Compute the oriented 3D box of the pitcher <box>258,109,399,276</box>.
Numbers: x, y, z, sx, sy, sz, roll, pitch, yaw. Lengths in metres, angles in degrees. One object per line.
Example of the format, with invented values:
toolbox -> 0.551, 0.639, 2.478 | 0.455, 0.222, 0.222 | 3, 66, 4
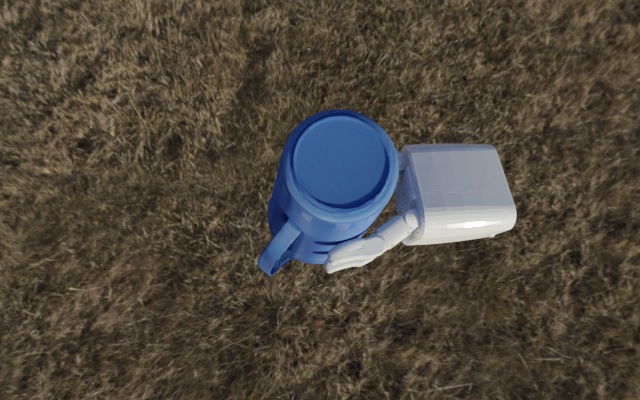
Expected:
pitcher -> 0.000, 0.002, 0.534 | 0.145, 0.149, 0.243 | -1, -13, -6
